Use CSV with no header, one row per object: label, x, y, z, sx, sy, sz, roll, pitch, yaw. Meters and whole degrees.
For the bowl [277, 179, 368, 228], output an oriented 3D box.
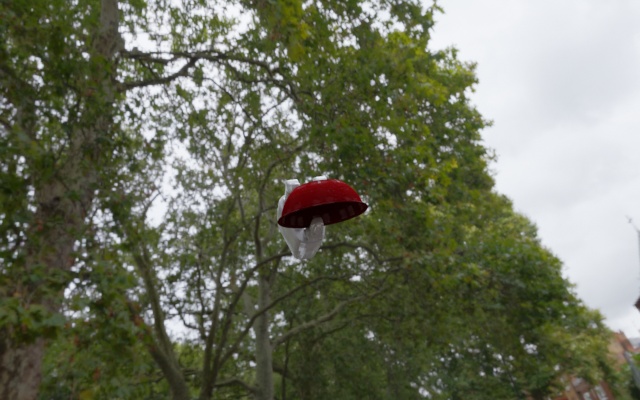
bowl,0.001,0.002,0.845,0.162,0.055,0.162,-9,-15,-2
